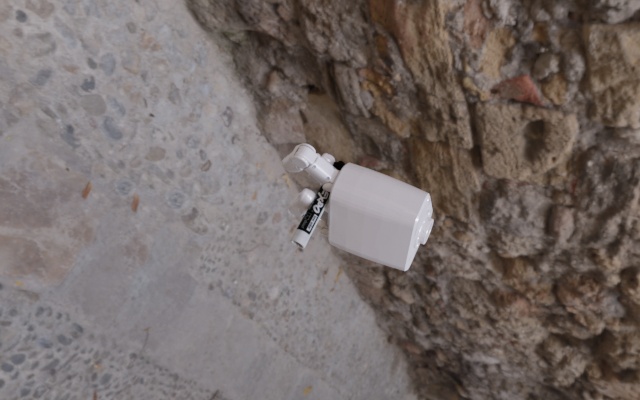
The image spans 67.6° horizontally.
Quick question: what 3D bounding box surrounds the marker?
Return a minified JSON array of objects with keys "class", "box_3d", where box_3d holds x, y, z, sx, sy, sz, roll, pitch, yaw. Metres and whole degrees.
[{"class":"marker","box_3d":[0.000,0.002,0.574,0.020,0.121,0.020,24,-23,11]}]
